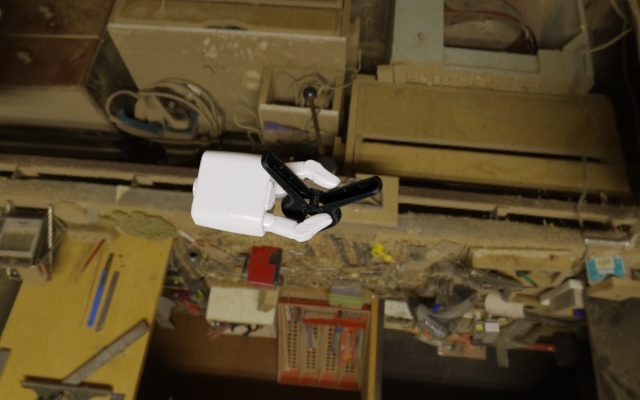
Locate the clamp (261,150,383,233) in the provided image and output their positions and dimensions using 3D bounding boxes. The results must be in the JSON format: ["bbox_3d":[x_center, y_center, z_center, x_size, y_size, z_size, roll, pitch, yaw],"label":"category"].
[{"bbox_3d":[0.000,0.003,0.708,0.164,0.036,0.210,11,-27,4],"label":"clamp"}]
